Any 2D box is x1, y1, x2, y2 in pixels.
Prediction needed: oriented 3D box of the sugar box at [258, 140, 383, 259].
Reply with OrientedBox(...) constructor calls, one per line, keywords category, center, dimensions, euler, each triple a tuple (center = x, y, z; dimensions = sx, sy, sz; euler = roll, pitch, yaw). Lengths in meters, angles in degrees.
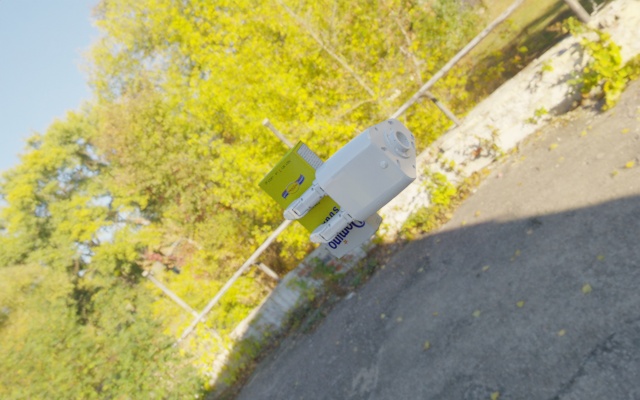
OrientedBox(category="sugar box", center=(0.000, 0.003, 0.728), dimensions=(0.093, 0.176, 0.048), euler=(-40, 10, 36))
